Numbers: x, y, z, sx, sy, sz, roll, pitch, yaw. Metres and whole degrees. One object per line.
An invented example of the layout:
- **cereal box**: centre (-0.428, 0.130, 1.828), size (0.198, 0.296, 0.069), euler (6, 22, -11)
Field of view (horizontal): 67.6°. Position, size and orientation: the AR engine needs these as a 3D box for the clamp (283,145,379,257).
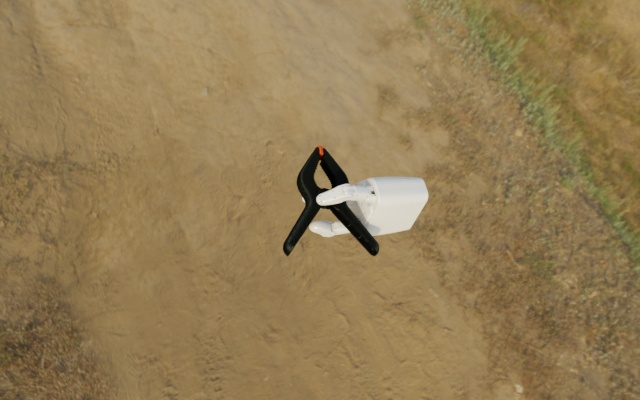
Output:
- **clamp**: centre (0.000, 0.002, 0.805), size (0.164, 0.210, 0.036), euler (-4, -25, -24)
